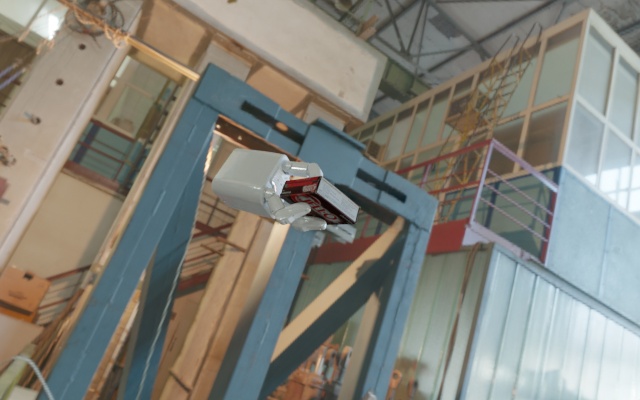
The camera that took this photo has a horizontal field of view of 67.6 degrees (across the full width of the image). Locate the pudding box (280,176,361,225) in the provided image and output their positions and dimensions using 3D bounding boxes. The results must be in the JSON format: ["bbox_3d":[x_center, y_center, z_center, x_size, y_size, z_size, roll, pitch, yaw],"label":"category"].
[{"bbox_3d":[0.000,0.003,0.823,0.090,0.039,0.113,-4,-29,45],"label":"pudding box"}]
